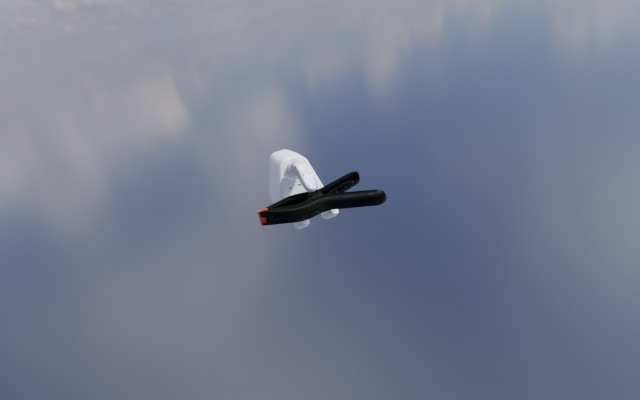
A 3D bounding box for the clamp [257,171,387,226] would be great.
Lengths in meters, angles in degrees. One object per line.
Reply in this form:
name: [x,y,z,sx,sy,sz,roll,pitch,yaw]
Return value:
clamp: [-0.001,0.002,0.808,0.210,0.036,0.164,-19,17,-14]
